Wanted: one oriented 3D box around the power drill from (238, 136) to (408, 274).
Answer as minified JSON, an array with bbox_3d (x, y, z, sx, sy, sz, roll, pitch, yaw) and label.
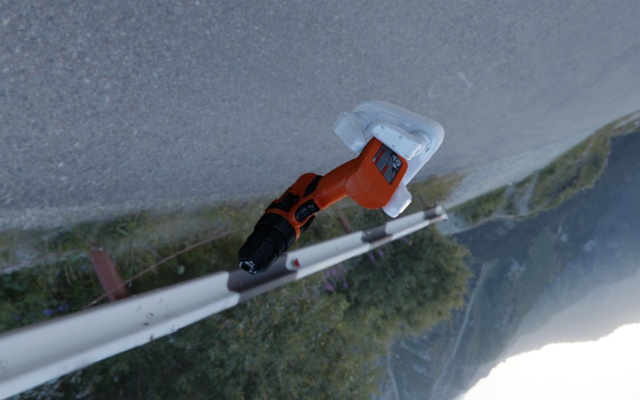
[{"bbox_3d":[0.001,0.002,0.557,0.188,0.057,0.184,-25,20,40],"label":"power drill"}]
